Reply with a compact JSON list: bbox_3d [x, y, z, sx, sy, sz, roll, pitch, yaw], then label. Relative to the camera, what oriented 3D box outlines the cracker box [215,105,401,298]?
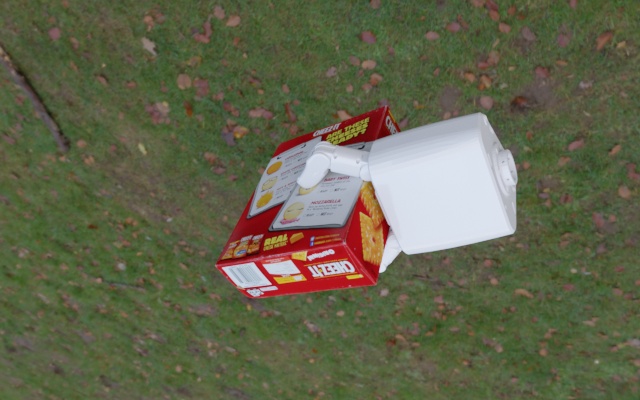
[{"bbox_3d":[0.000,0.002,0.538,0.164,0.072,0.213,-14,37,32],"label":"cracker box"}]
